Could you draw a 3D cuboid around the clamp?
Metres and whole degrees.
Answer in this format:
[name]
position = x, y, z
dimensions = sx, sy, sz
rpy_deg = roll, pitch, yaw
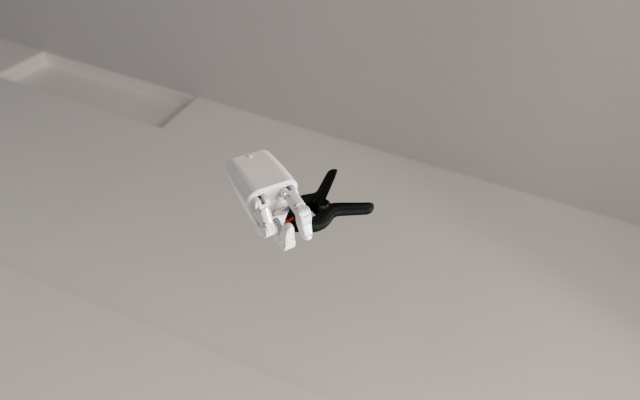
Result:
[clamp]
position = 0.000, 0.003, 0.879
dimensions = 0.171, 0.039, 0.120
rpy_deg = -19, 49, -26
